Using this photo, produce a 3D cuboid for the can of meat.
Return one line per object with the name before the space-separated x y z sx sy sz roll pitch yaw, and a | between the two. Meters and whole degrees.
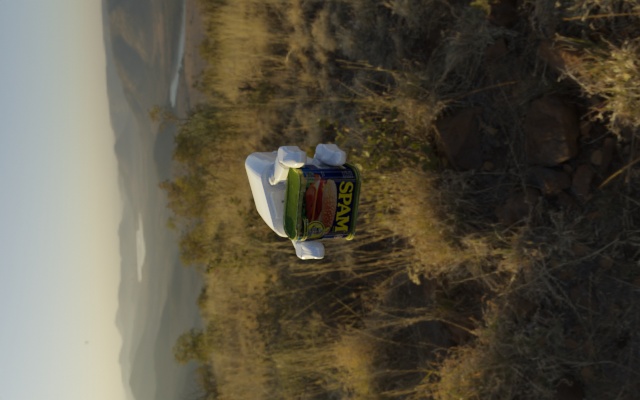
can of meat | 0.000 0.002 0.625 0.084 0.102 0.057 -2 19 -23
